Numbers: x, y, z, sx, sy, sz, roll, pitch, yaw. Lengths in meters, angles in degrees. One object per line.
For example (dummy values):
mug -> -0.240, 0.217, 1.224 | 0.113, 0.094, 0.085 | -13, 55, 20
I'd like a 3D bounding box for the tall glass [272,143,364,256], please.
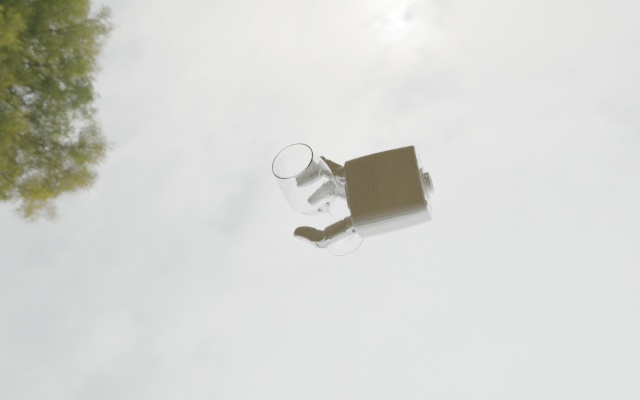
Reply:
tall glass -> 0.000, 0.003, 0.713 | 0.079, 0.079, 0.201 | 0, -34, 28
